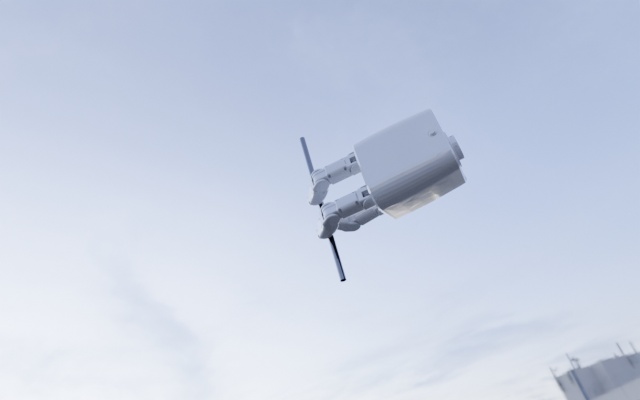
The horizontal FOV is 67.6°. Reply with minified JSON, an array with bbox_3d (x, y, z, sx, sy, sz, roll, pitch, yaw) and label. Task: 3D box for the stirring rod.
[{"bbox_3d":[0.000,0.002,0.647,0.011,0.239,0.011,-11,-35,-8],"label":"stirring rod"}]
